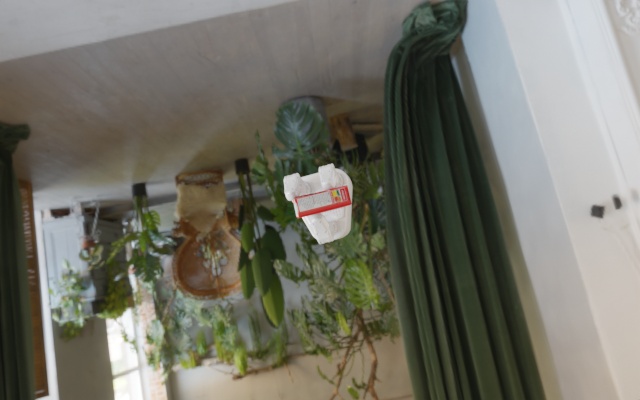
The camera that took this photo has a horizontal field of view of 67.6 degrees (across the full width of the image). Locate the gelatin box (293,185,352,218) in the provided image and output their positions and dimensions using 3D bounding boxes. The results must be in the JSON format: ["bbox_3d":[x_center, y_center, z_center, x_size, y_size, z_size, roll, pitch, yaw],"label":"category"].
[{"bbox_3d":[0.000,0.003,0.664,0.073,0.030,0.089,-13,-1,-4],"label":"gelatin box"}]
